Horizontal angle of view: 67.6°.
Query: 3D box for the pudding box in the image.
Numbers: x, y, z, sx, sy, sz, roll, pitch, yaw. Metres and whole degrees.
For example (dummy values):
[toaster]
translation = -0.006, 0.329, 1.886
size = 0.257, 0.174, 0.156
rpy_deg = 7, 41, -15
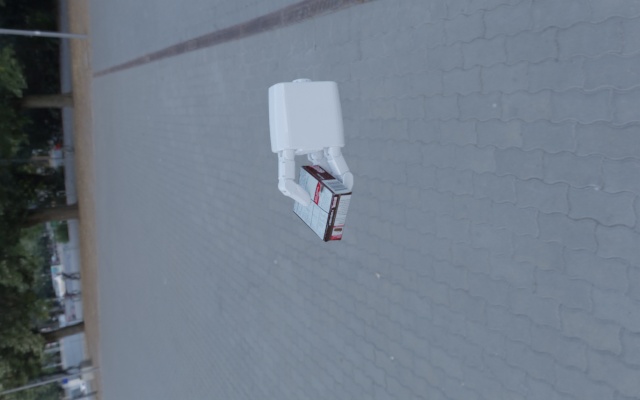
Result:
[pudding box]
translation = 0.000, 0.003, 0.791
size = 0.039, 0.090, 0.113
rpy_deg = -5, 29, -30
